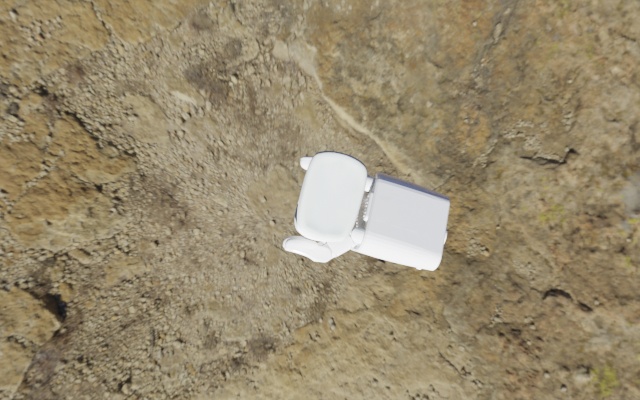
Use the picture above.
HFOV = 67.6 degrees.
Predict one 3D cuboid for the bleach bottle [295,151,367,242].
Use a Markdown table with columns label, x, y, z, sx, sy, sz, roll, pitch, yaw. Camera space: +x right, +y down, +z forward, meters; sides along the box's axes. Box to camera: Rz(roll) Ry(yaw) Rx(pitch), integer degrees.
| label | x | y | z | sx | sy | sz | roll | pitch | yaw |
| --- | --- | --- | --- | --- | --- | --- | --- | --- | --- |
| bleach bottle | 0.000 | 0.002 | 0.642 | 0.068 | 0.102 | 0.251 | 15 | -4 | -5 |
